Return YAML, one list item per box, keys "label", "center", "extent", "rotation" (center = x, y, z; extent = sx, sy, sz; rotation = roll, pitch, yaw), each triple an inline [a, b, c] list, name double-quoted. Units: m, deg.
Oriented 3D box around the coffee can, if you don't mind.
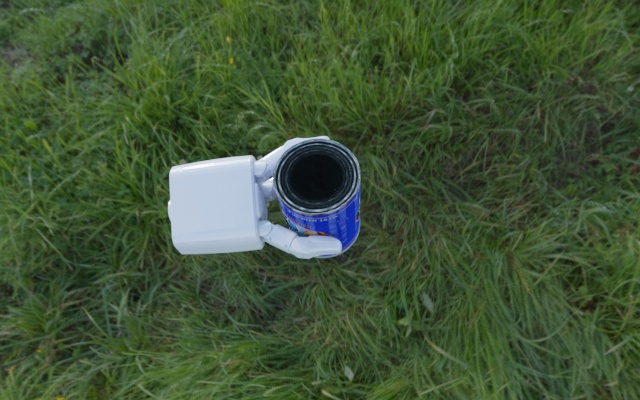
- label: "coffee can"
  center: [0.000, 0.002, 0.613]
  extent: [0.103, 0.102, 0.140]
  rotation: [0, -27, 4]
